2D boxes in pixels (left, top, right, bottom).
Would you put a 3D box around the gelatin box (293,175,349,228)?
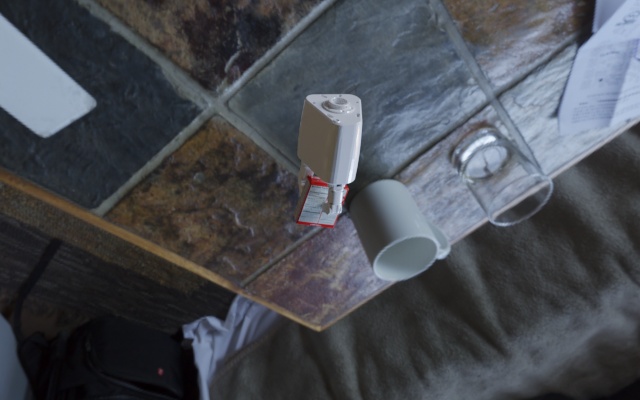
[{"bbox_3d":[0.000,0.003,0.843,0.073,0.089,0.030,7,30,-23],"label":"gelatin box"}]
